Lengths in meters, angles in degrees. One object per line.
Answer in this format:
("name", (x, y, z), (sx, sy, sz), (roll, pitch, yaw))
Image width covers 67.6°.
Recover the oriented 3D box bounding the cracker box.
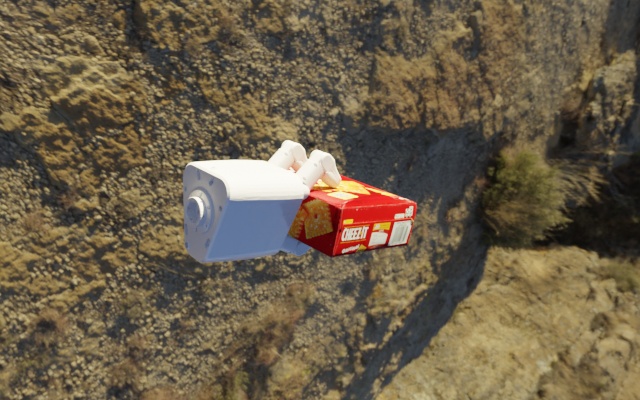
("cracker box", (0.000, 0.002, 0.666), (0.213, 0.072, 0.164), (24, 18, 40))
